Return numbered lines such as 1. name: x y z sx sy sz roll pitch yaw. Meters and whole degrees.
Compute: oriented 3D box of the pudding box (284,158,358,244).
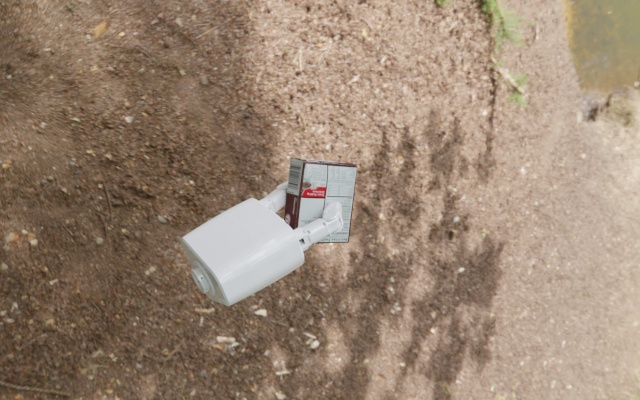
1. pudding box: 0.000 0.002 0.646 0.090 0.113 0.039 2 10 -34
